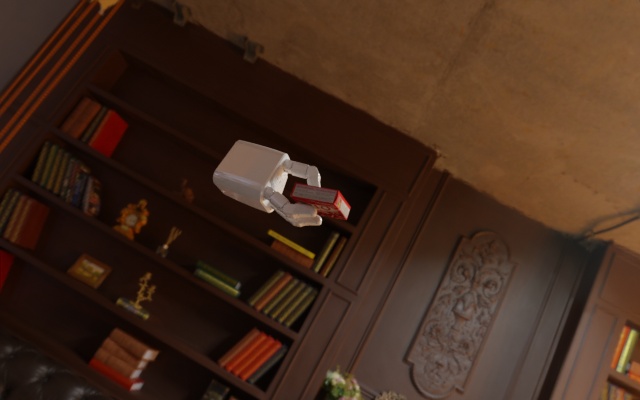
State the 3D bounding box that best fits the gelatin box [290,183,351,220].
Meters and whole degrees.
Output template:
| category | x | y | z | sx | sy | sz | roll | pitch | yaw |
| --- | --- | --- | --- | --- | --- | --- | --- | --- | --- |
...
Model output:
| category | x | y | z | sx | sy | sz | roll | pitch | yaw |
| --- | --- | --- | --- | --- | --- | --- | --- | --- | --- |
| gelatin box | 0.001 | 0.002 | 0.850 | 0.089 | 0.030 | 0.073 | 10 | -21 | 25 |
